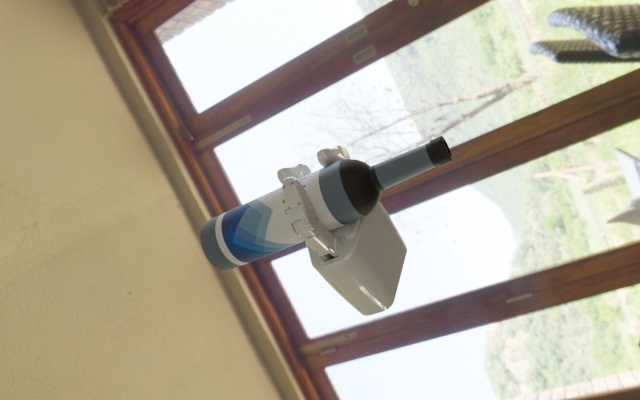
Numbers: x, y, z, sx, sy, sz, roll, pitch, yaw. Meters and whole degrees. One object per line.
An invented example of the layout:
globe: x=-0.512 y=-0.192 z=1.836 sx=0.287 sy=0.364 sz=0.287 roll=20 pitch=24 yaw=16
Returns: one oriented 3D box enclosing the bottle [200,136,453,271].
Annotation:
bottle: x=0.000 y=0.002 z=0.525 sx=0.296 sy=0.069 sz=0.069 roll=-23 pitch=-10 yaw=24
